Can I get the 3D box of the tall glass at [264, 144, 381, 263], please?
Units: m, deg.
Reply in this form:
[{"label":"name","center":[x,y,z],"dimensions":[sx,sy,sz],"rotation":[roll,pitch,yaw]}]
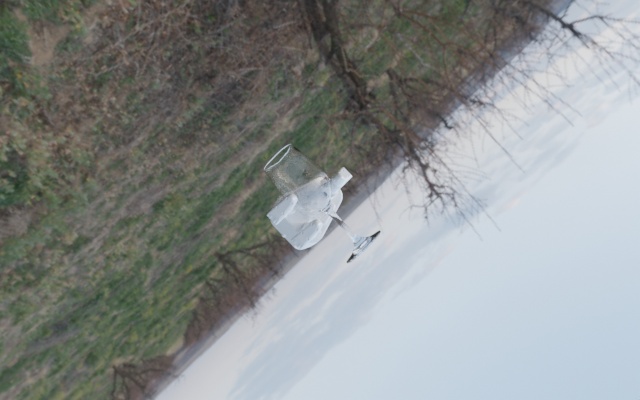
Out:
[{"label":"tall glass","center":[0.001,0.003,0.760],"dimensions":[0.079,0.201,0.079],"rotation":[-44,-1,-1]}]
